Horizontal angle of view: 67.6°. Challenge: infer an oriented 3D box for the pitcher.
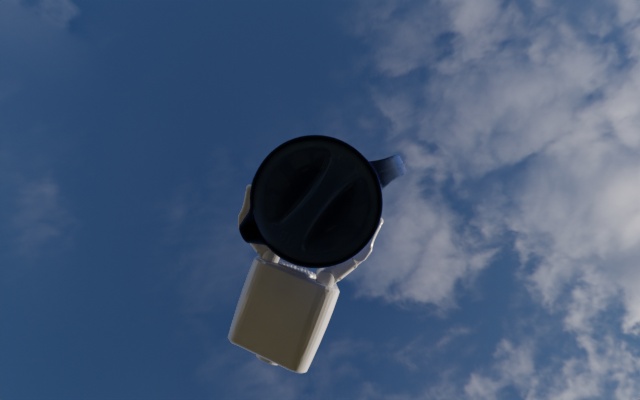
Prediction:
[{"bbox_3d":[0.000,0.002,0.587,0.149,0.145,0.243,19,-3,-2],"label":"pitcher"}]
